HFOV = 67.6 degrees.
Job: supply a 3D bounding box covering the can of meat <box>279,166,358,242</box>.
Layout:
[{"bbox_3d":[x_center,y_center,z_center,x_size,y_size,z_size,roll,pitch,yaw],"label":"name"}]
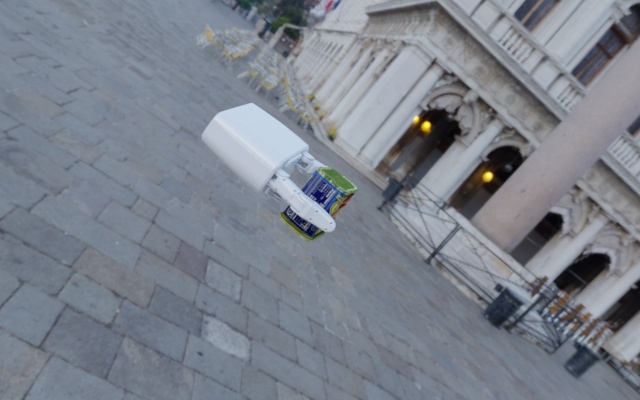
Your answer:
[{"bbox_3d":[0.000,0.002,0.645,0.057,0.084,0.102,40,12,9],"label":"can of meat"}]
